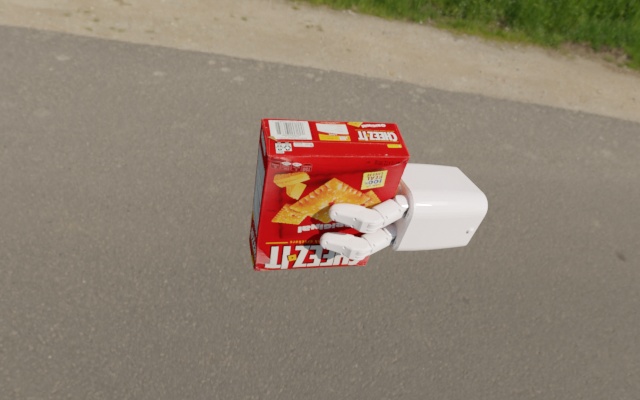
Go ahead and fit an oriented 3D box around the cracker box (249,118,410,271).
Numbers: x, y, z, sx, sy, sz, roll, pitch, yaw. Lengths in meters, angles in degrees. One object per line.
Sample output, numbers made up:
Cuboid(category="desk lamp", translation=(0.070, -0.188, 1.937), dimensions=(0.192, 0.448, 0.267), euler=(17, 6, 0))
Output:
Cuboid(category="cracker box", translation=(0.000, 0.002, 0.605), dimensions=(0.164, 0.072, 0.214), euler=(0, -43, -14))
